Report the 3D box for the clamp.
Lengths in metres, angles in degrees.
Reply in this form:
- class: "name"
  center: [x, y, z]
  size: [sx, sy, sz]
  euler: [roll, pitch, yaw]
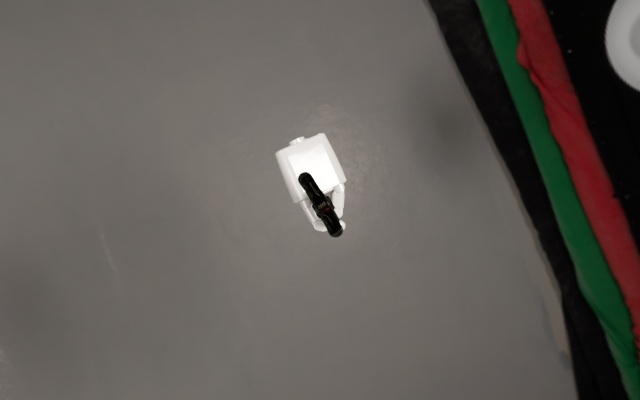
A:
- class: "clamp"
  center: [0.001, 0.003, 0.844]
  size: [0.039, 0.120, 0.171]
  euler: [-25, 3, -1]
